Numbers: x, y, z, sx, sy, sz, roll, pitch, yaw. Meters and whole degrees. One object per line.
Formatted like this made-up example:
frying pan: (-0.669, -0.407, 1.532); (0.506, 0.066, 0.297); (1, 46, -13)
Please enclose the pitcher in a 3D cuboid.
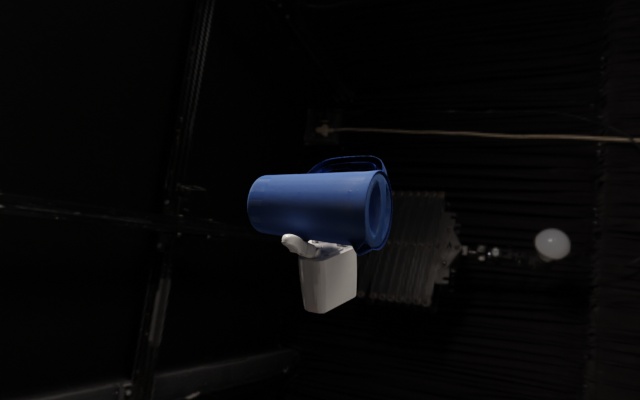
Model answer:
pitcher: (0.000, 0.003, 0.846); (0.243, 0.145, 0.149); (3, 16, 27)
